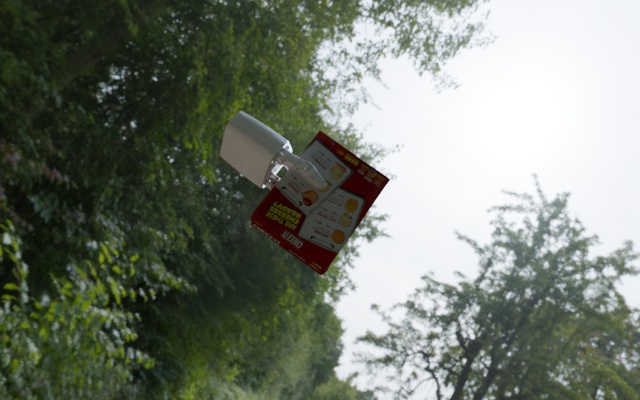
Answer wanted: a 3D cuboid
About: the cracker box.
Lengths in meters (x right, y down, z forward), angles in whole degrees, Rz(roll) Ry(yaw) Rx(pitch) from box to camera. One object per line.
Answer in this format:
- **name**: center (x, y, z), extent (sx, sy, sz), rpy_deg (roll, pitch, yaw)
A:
- **cracker box**: center (0.000, 0.003, 0.878), extent (0.164, 0.213, 0.072), rpy_deg (35, -20, 5)
